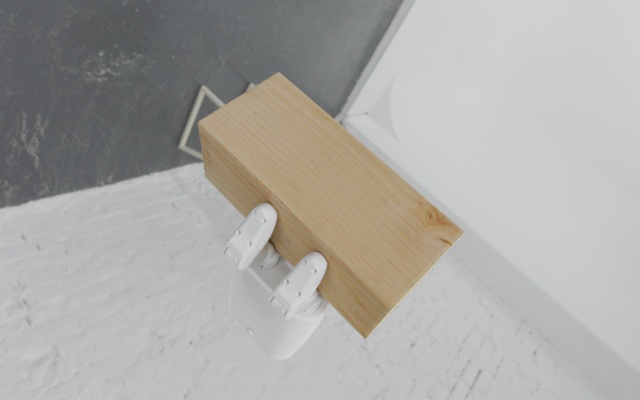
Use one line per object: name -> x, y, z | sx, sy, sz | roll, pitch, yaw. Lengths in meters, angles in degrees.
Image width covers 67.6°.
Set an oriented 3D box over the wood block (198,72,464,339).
wood block -> 0.000, 0.001, 0.404 | 0.090, 0.206, 0.090 | -39, -17, -26
